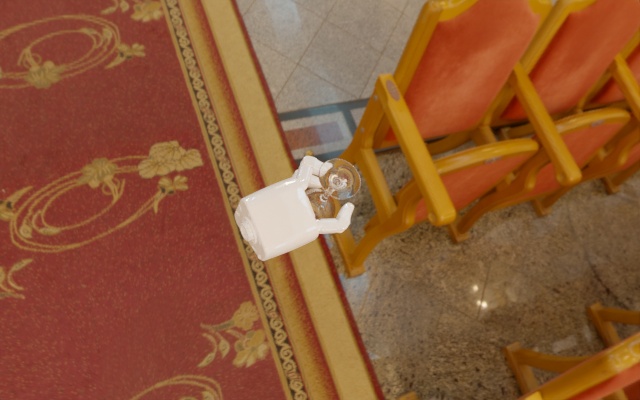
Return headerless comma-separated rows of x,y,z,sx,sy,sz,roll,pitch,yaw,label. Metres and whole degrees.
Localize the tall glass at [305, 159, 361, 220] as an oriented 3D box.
0.001,0.003,0.871,0.079,0.079,0.201,0,-23,-20,tall glass
